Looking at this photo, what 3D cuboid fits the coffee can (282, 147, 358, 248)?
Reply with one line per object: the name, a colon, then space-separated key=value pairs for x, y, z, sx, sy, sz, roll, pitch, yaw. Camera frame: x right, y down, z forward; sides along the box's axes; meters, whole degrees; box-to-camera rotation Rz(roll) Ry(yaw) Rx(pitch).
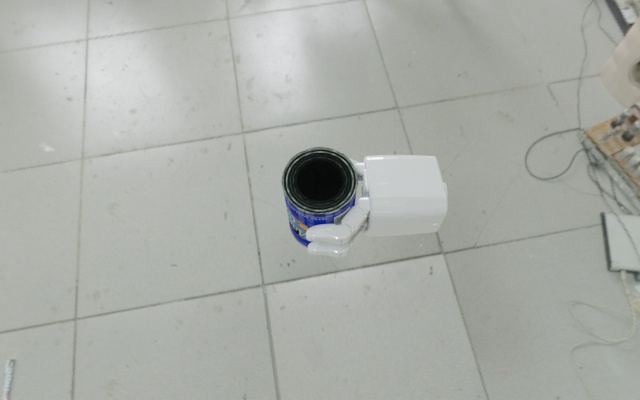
coffee can: x=0.000 y=0.002 z=0.696 sx=0.103 sy=0.102 sz=0.140 roll=0 pitch=-26 yaw=1
